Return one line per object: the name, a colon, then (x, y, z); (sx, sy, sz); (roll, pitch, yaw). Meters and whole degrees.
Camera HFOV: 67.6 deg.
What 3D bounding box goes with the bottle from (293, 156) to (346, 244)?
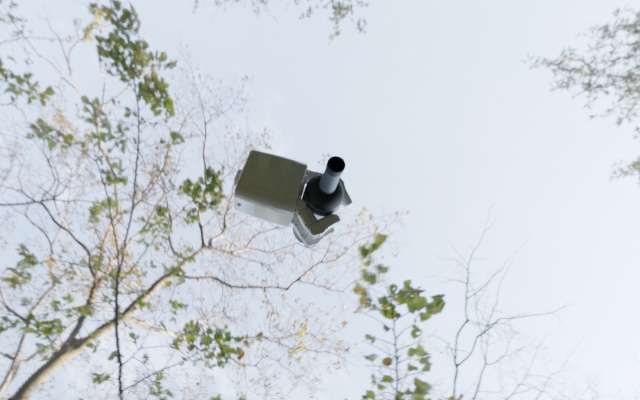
bottle: (0.000, 0.003, 0.831); (0.069, 0.069, 0.296); (0, -22, -10)
